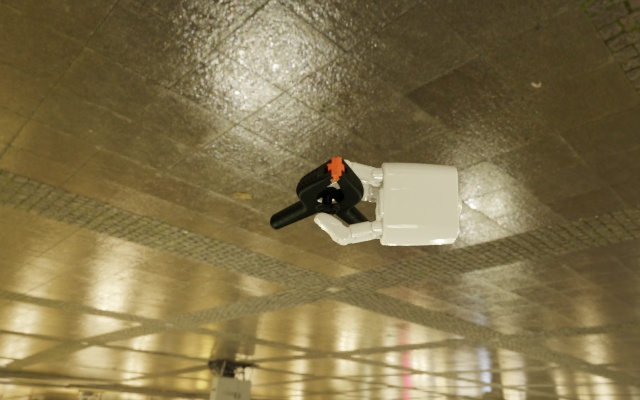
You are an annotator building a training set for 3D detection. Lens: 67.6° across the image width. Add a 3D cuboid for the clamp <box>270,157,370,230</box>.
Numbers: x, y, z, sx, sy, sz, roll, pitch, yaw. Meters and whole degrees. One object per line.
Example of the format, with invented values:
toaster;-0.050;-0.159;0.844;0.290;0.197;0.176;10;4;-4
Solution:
clamp;0.000;0.003;0.697;0.164;0.036;0.210;0;-26;1
